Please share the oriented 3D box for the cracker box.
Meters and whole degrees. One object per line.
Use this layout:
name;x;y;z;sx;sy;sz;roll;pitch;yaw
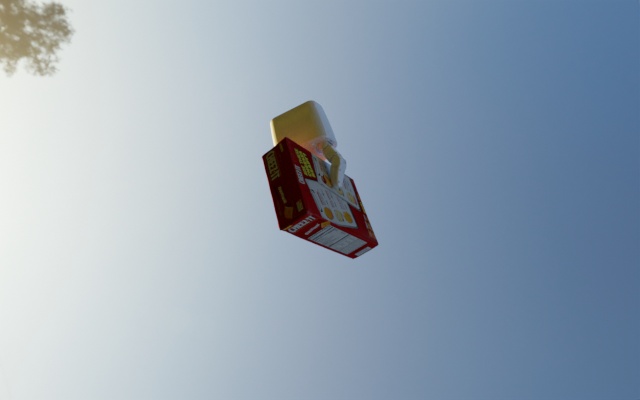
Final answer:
cracker box;0.000;0.003;0.867;0.072;0.164;0.214;-35;-37;24
